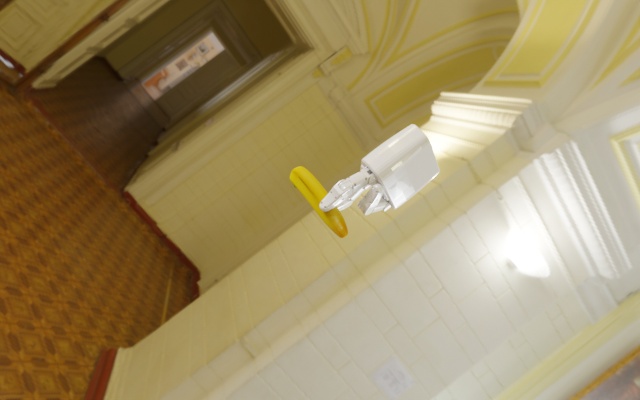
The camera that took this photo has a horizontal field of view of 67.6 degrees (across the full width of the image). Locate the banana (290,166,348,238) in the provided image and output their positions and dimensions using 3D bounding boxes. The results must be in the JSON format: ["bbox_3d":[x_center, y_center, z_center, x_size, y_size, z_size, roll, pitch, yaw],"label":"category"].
[{"bbox_3d":[-0.010,-0.010,0.826,0.037,0.070,0.197,-38,40,-3],"label":"banana"}]
